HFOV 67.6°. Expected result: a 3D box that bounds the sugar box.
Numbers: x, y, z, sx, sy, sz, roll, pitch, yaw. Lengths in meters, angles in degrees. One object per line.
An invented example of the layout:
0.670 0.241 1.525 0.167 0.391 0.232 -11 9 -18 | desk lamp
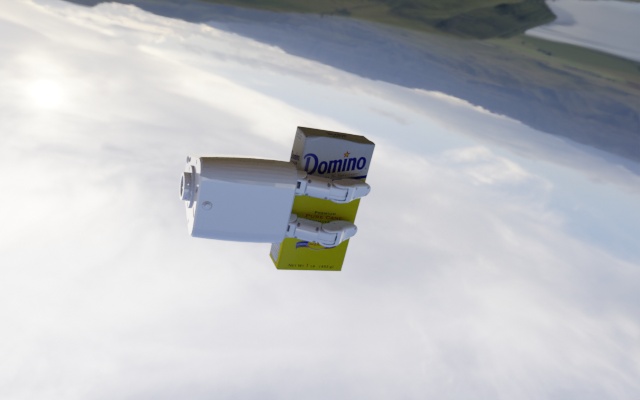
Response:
0.000 0.002 0.594 0.093 0.176 0.048 4 24 -24 | sugar box
